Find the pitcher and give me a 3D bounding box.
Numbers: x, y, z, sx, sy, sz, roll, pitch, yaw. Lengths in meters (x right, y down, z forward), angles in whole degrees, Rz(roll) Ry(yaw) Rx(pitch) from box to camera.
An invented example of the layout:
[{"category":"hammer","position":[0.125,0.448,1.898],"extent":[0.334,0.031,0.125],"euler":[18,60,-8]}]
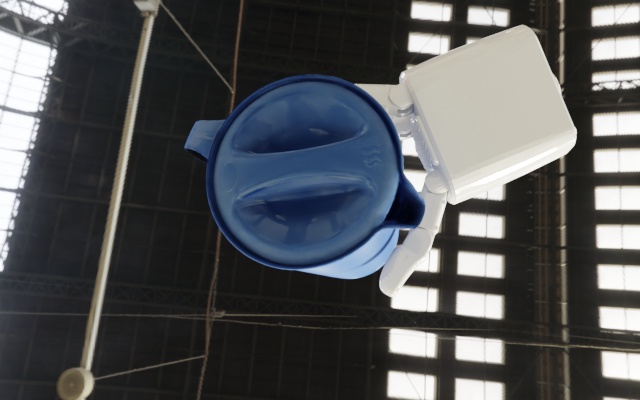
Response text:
[{"category":"pitcher","position":[0.000,0.001,0.422],"extent":[0.145,0.149,0.243],"euler":[-26,-17,4]}]
